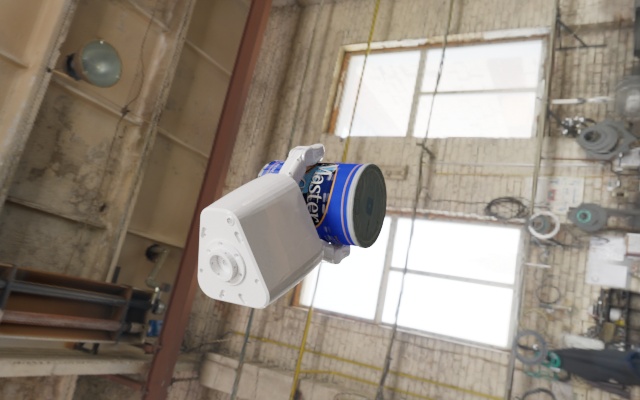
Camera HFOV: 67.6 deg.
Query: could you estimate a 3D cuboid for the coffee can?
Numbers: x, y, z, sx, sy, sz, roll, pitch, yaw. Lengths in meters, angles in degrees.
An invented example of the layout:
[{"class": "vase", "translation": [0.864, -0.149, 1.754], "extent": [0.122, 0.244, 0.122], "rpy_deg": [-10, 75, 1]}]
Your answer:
[{"class": "coffee can", "translation": [0.000, 0.002, 0.607], "extent": [0.140, 0.103, 0.103], "rpy_deg": [5, 2, 29]}]
